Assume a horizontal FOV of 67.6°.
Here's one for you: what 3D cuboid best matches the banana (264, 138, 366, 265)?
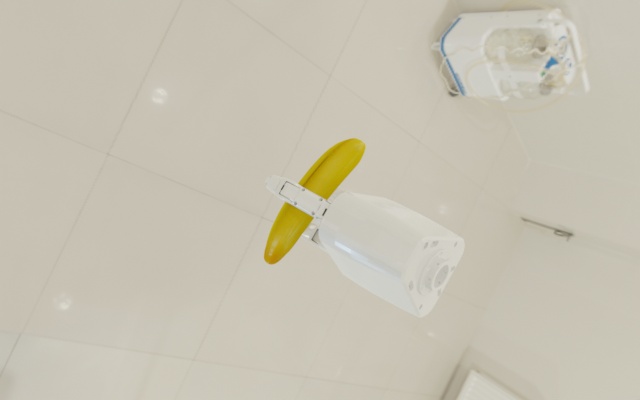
[{"bbox_3d":[0.000,-0.011,0.549,0.037,0.197,0.070,30,-26,25],"label":"banana"}]
